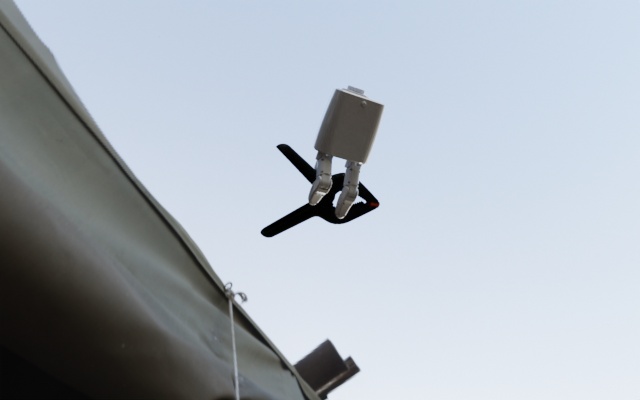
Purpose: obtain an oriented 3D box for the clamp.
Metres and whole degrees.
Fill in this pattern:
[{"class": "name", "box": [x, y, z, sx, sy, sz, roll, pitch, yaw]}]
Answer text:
[{"class": "clamp", "box": [0.000, 0.002, 0.829, 0.210, 0.164, 0.036, 13, 17, -22]}]
